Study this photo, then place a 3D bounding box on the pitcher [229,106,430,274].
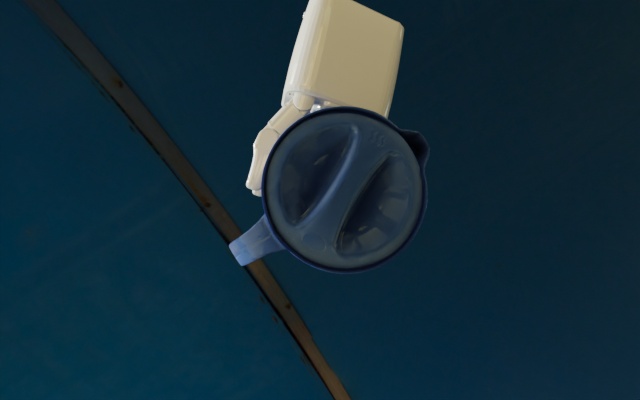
[{"bbox_3d":[0.000,0.001,0.488,0.149,0.145,0.243,12,-4,-5],"label":"pitcher"}]
